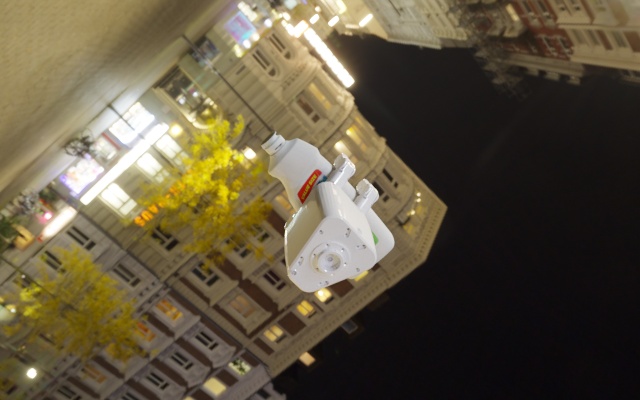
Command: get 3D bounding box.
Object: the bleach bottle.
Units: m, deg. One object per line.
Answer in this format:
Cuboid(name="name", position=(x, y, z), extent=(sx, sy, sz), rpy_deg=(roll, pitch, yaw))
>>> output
Cuboid(name="bleach bottle", position=(0.000, 0.002, 0.723), extent=(0.102, 0.251, 0.068), rpy_deg=(-39, 20, 12))
